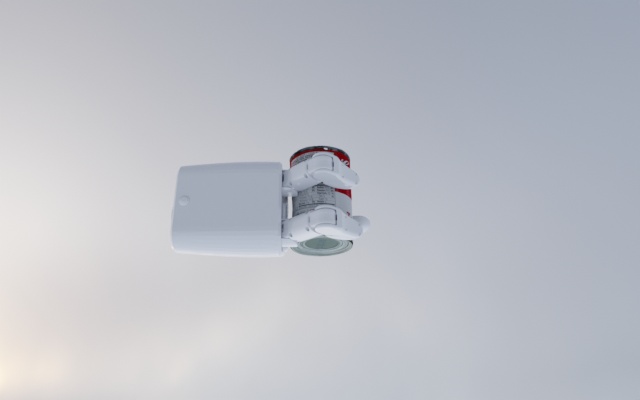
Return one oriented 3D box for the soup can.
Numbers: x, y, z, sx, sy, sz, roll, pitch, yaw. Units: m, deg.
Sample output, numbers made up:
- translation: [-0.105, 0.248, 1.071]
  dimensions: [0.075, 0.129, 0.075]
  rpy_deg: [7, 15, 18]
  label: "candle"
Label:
- translation: [0.001, 0.002, 0.512]
  dimensions: [0.068, 0.102, 0.068]
  rpy_deg: [-1, -24, 0]
  label: "soup can"
